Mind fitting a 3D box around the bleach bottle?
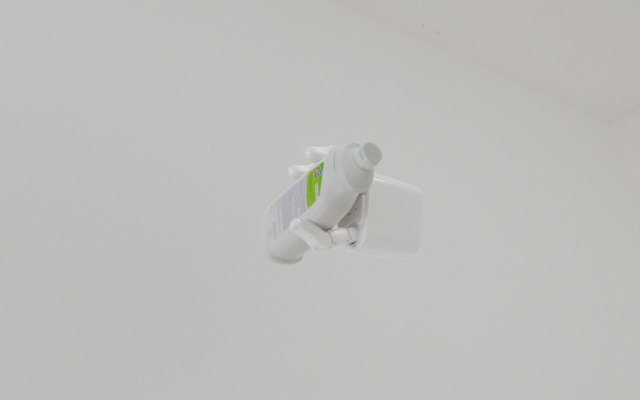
[{"bbox_3d":[0.000,0.002,0.664,0.068,0.102,0.251,11,-30,-29],"label":"bleach bottle"}]
